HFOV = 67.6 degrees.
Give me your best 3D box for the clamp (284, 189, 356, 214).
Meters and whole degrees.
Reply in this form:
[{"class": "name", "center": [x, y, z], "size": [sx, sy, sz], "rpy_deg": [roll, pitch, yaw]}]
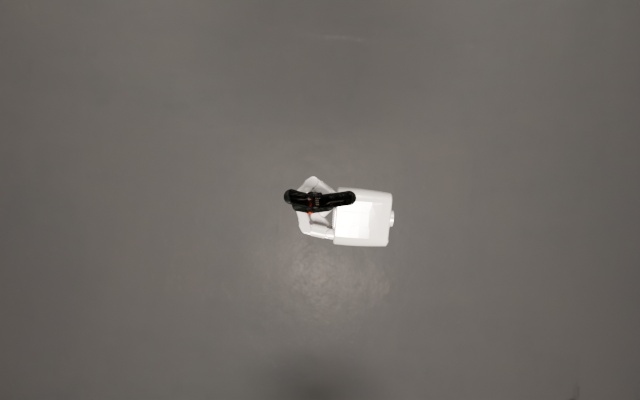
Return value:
[{"class": "clamp", "center": [0.000, 0.003, 0.858], "size": [0.120, 0.039, 0.171], "rpy_deg": [6, -5, 1]}]
